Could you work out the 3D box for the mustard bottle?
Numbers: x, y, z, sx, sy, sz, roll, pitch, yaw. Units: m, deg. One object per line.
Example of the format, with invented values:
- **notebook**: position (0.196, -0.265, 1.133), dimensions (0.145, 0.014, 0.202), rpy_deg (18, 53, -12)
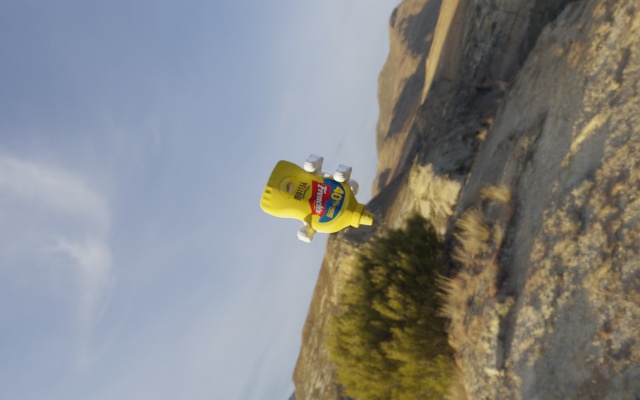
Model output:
- **mustard bottle**: position (0.000, 0.003, 0.824), dimensions (0.191, 0.096, 0.058), rpy_deg (19, -16, 11)
